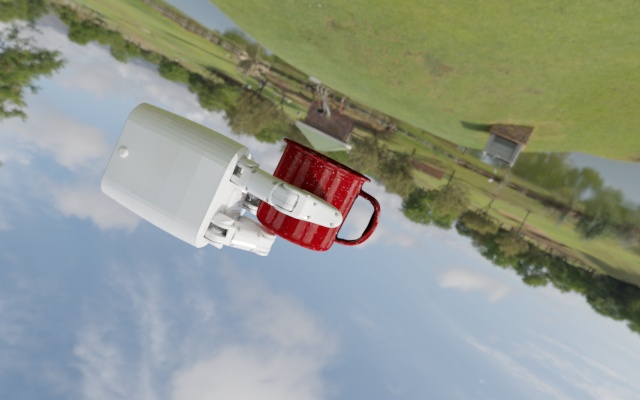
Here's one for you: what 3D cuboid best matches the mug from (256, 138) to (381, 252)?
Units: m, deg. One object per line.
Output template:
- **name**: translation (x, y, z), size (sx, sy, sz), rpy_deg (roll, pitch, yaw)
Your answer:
- **mug**: translation (0.001, 0.002, 0.459), size (0.117, 0.081, 0.093), rpy_deg (27, 7, 7)
